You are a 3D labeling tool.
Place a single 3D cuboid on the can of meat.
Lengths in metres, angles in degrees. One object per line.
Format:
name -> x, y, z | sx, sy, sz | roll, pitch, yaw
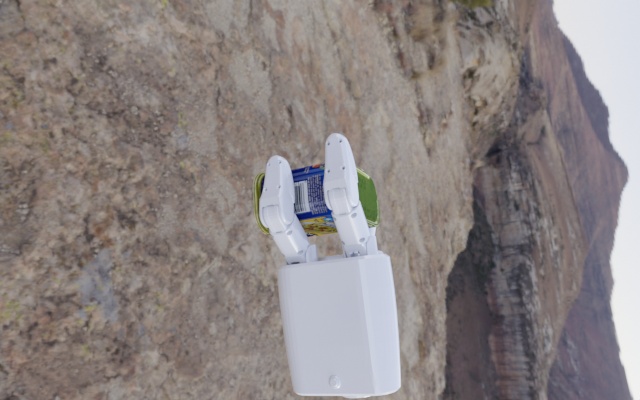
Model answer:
can of meat -> 0.000, 0.001, 0.444 | 0.084, 0.057, 0.102 | -10, -14, 24
